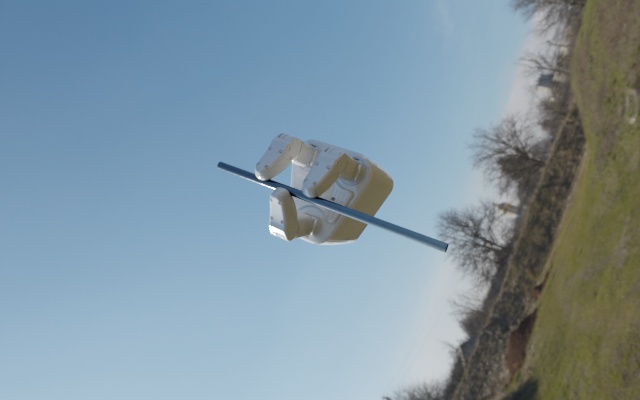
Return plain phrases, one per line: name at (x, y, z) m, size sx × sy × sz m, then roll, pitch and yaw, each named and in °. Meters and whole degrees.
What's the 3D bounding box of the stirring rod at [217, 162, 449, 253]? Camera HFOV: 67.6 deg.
stirring rod at (0.000, 0.002, 0.439) m, size 0.239 × 0.011 × 0.011 m, roll 20°, pitch 8°, yaw 24°
